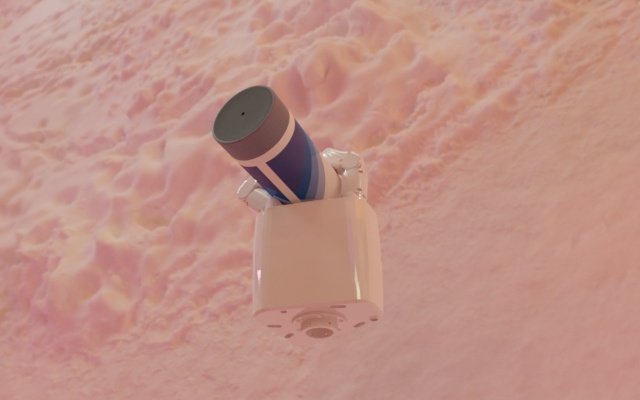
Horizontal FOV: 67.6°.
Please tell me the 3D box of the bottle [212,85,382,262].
[{"bbox_3d":[0.000,0.001,0.519,0.069,0.069,0.296,0,-32,33],"label":"bottle"}]
